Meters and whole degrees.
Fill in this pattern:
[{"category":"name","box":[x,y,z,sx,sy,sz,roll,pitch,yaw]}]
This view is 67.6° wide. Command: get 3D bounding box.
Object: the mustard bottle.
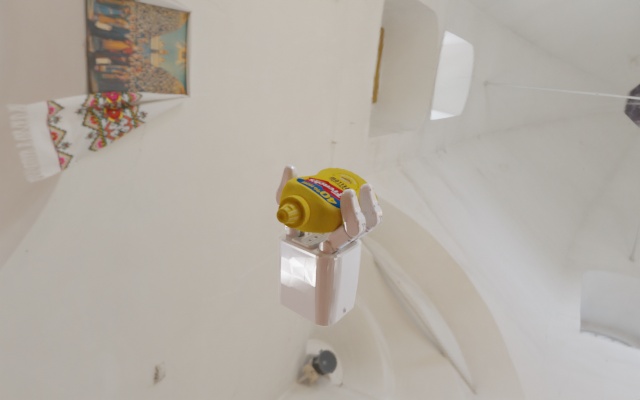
[{"category":"mustard bottle","box":[0.000,0.002,0.655,0.096,0.058,0.191,36,26,19]}]
